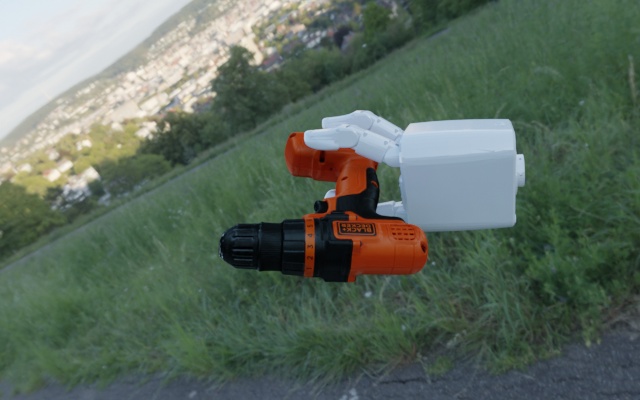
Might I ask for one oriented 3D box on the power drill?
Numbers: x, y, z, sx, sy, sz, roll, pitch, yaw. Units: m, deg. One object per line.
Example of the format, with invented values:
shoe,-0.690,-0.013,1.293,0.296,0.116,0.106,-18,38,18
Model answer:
power drill,0.000,0.001,0.479,0.184,0.057,0.187,3,39,-6
